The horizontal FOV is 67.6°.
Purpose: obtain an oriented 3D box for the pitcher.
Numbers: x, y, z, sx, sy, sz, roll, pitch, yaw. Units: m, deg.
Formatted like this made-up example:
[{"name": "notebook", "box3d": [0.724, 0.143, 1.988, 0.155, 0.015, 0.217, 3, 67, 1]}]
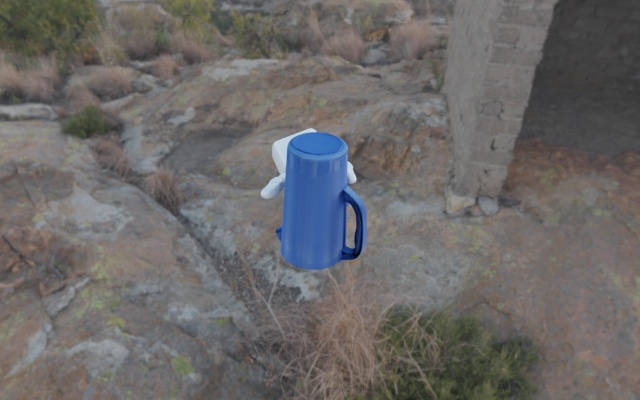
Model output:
[{"name": "pitcher", "box3d": [0.000, 0.003, 0.898, 0.149, 0.243, 0.145, -8, 34, -17]}]
